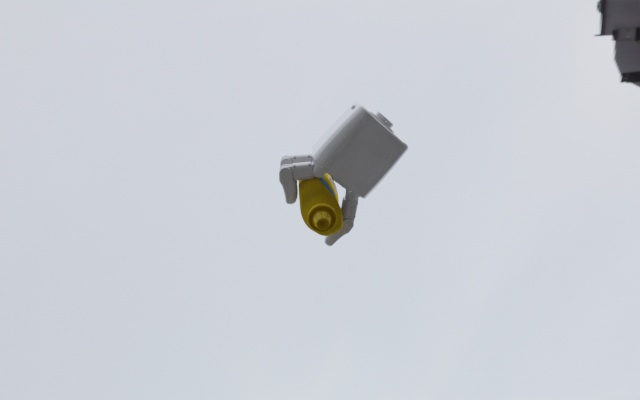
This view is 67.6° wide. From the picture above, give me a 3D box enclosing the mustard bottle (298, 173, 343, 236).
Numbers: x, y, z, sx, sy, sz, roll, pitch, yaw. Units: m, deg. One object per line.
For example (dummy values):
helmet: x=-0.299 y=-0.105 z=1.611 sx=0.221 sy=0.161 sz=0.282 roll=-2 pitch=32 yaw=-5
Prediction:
mustard bottle: x=0.000 y=0.003 z=0.742 sx=0.058 sy=0.096 sz=0.191 roll=-24 pitch=18 yaw=5
